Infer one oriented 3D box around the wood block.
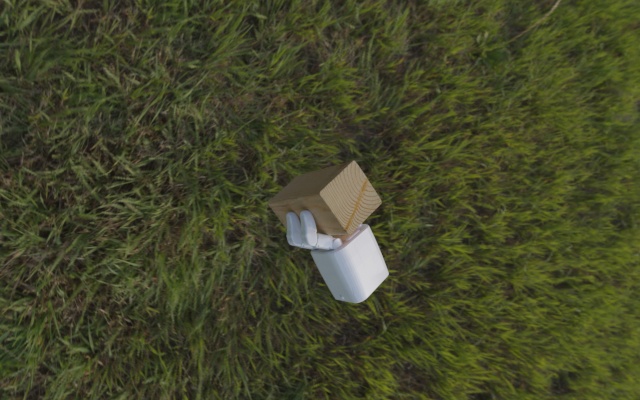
[{"bbox_3d":[0.001,0.003,0.858,0.090,0.090,0.206,-43,16,-26],"label":"wood block"}]
